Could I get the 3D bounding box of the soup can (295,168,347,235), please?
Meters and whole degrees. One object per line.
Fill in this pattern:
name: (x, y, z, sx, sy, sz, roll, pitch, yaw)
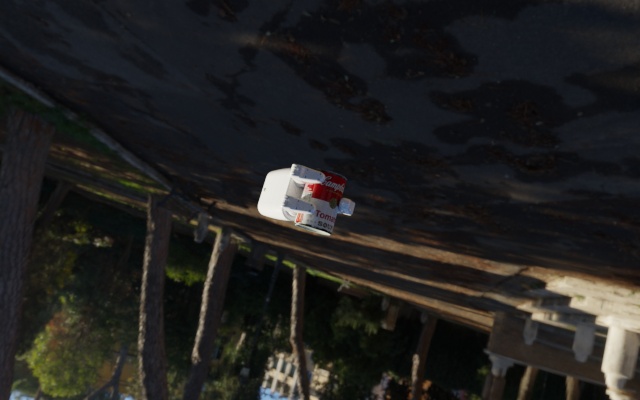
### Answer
soup can: (0.000, 0.003, 0.833, 0.068, 0.102, 0.068, 16, -9, 2)
